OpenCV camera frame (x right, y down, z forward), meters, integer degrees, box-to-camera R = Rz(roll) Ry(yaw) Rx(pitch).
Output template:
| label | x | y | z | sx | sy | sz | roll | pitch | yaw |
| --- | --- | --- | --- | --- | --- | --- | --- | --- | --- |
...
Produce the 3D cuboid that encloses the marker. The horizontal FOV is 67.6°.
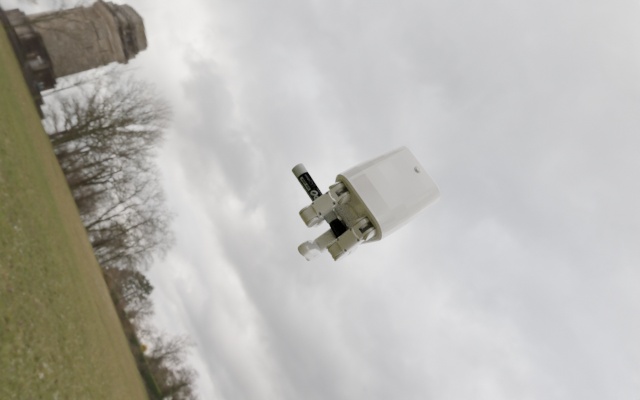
| label | x | y | z | sx | sy | sz | roll | pitch | yaw |
| --- | --- | --- | --- | --- | --- | --- | --- | --- | --- |
| marker | 0.000 | 0.002 | 0.647 | 0.020 | 0.121 | 0.020 | -32 | -14 | -9 |
